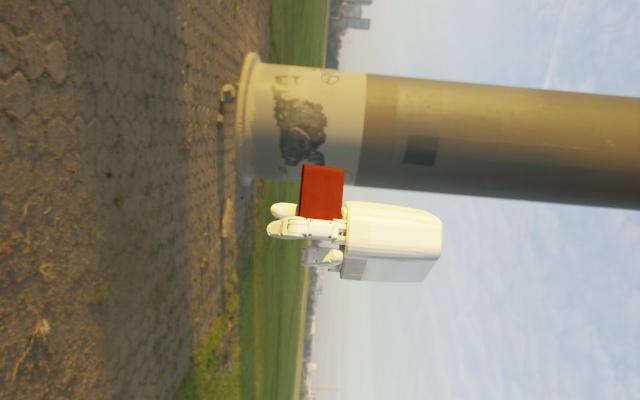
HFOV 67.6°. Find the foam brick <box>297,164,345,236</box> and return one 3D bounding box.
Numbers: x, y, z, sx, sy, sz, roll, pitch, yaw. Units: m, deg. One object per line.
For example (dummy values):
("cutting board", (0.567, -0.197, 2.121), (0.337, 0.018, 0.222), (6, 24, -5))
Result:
("foam brick", (0.000, 0.002, 0.576), (0.051, 0.078, 0.053), (4, -11, 1))
